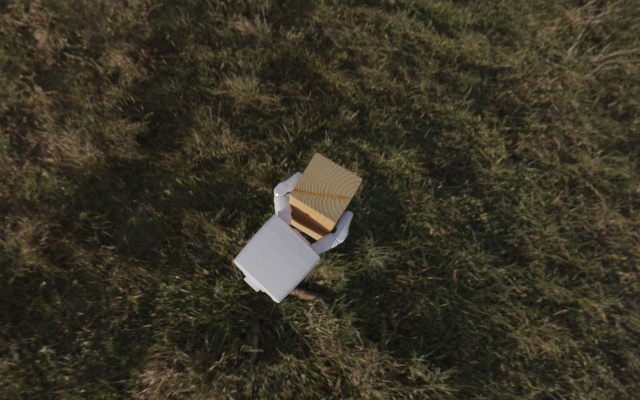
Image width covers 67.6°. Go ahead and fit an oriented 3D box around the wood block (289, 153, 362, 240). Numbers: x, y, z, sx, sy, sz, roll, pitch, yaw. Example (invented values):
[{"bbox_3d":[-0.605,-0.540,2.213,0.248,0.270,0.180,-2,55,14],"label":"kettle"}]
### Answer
[{"bbox_3d":[0.000,0.003,0.873,0.091,0.090,0.206,31,-15,2],"label":"wood block"}]
